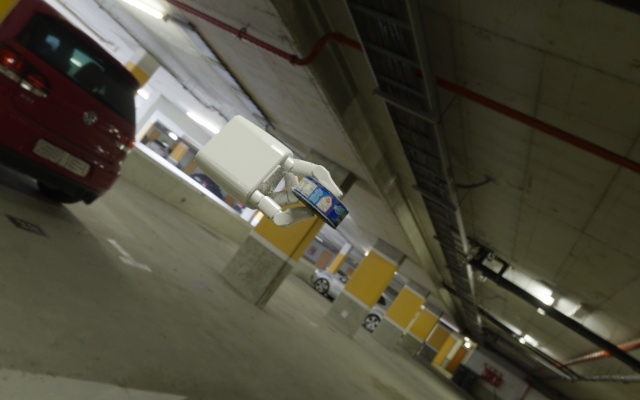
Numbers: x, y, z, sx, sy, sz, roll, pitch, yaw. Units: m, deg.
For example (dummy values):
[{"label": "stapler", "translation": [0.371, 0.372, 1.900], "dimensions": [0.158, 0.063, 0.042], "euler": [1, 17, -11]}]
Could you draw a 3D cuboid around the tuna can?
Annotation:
[{"label": "tuna can", "translation": [0.001, 0.002, 0.701], "dimensions": [0.086, 0.034, 0.086], "euler": [41, -5, 4]}]
